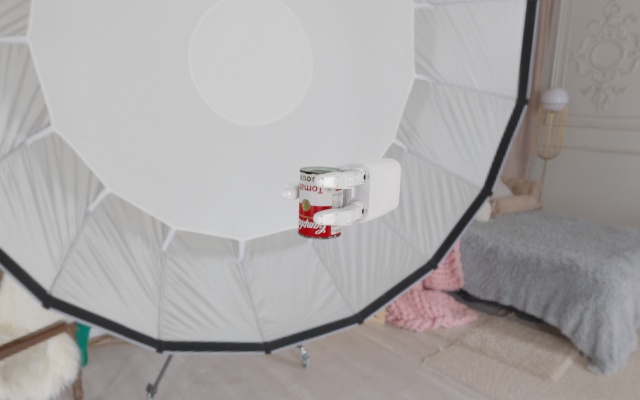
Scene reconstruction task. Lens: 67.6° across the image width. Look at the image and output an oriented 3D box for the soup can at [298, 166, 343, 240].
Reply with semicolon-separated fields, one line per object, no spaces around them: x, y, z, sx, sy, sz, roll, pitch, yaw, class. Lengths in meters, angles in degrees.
0.000;0.002;0.733;0.068;0.102;0.068;2;12;0;soup can
